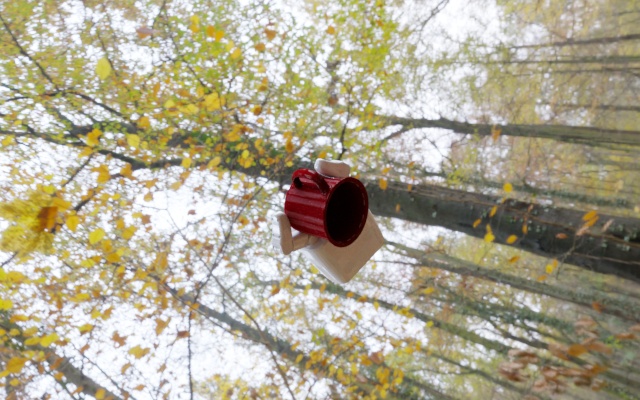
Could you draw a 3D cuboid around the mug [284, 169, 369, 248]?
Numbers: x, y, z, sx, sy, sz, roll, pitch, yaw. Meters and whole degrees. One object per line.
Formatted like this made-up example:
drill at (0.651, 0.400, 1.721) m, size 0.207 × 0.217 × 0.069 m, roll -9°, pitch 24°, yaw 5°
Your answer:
mug at (-0.001, 0.001, 0.637) m, size 0.081 × 0.093 × 0.117 m, roll 12°, pitch -31°, yaw 41°
